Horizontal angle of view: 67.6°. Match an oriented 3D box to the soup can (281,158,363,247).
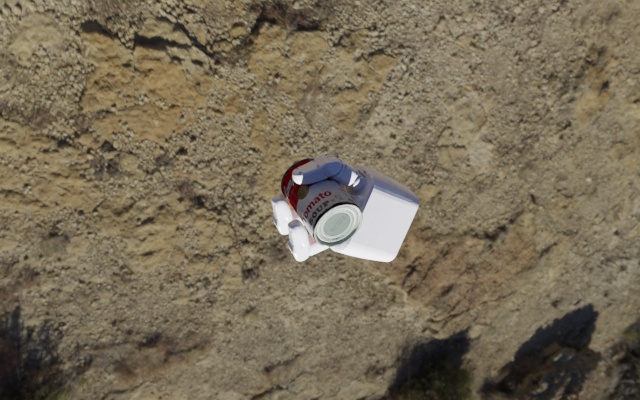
[{"bbox_3d":[0.000,0.002,0.598,0.068,0.068,0.102,0,35,-31],"label":"soup can"}]
